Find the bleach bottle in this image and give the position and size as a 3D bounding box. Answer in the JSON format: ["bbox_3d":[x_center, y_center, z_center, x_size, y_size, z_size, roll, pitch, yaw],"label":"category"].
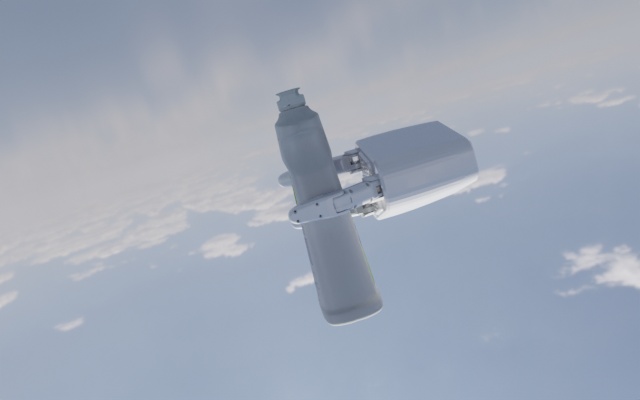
[{"bbox_3d":[0.000,0.002,0.527,0.068,0.251,0.102,-17,9,-4],"label":"bleach bottle"}]
